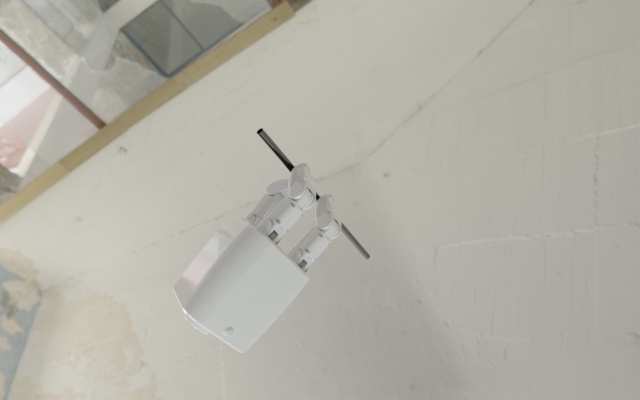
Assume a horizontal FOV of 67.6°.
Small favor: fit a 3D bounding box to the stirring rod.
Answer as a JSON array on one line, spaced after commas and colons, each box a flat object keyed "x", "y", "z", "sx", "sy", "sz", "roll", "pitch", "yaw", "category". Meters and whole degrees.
[{"x": 0.000, "y": 0.002, "z": 0.562, "sx": 0.011, "sy": 0.011, "sz": 0.240, "roll": 0, "pitch": -37, "yaw": 41, "category": "stirring rod"}]
